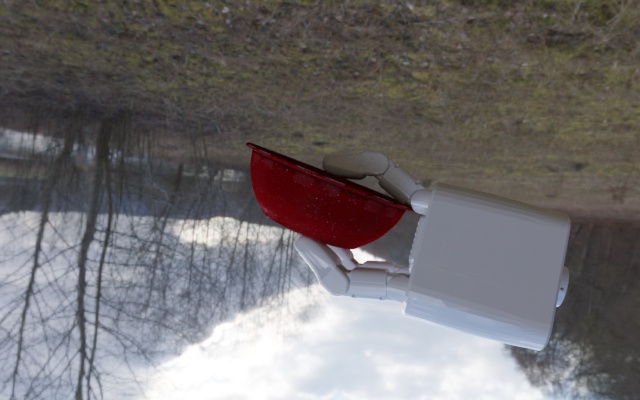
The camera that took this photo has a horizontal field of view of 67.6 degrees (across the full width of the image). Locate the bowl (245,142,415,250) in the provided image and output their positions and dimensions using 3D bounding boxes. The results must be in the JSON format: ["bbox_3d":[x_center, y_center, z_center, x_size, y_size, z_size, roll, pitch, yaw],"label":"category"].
[{"bbox_3d":[-0.001,0.001,0.432,0.162,0.055,0.162,22,5,-2],"label":"bowl"}]
